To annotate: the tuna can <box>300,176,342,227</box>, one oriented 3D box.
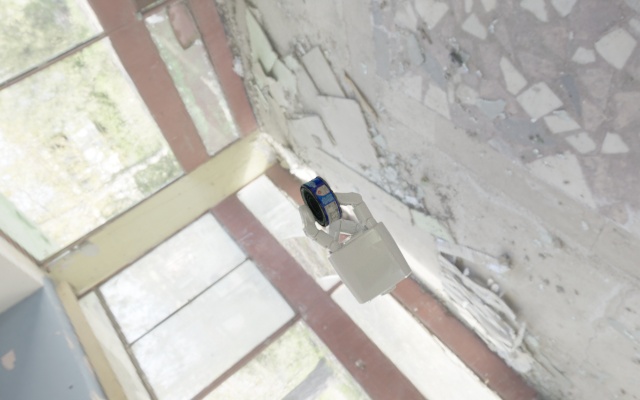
[{"bbox_3d":[0.000,0.003,0.827,0.033,0.086,0.086,-30,9,-16],"label":"tuna can"}]
